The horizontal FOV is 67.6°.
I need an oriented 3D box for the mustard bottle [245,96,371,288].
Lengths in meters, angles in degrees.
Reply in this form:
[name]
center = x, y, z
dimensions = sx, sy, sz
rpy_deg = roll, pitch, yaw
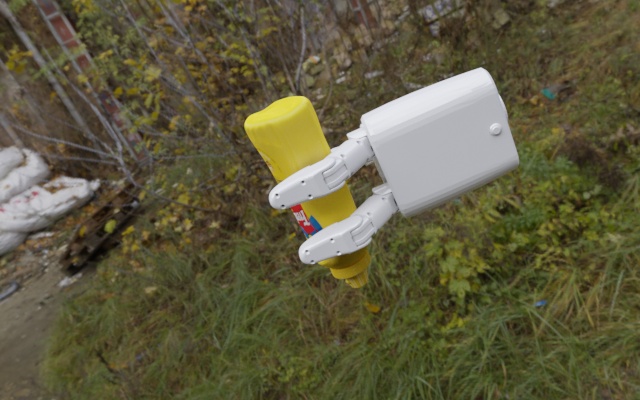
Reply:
[mustard bottle]
center = 0.000, 0.001, 0.442
dimensions = 0.058, 0.192, 0.096
rpy_deg = -32, 21, -14
